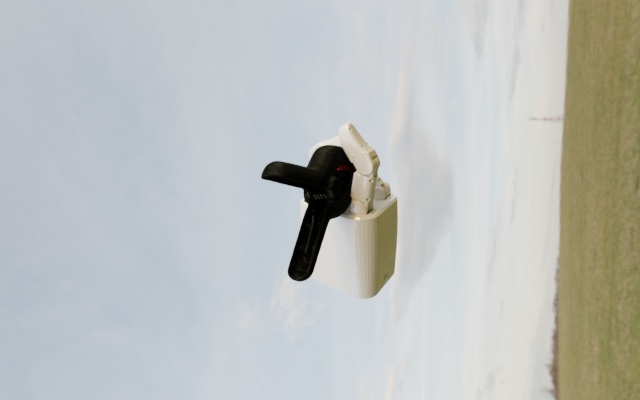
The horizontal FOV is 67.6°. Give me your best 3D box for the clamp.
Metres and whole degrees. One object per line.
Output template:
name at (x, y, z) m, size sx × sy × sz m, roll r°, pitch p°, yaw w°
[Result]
clamp at (0.000, 0.001, 0.494) m, size 0.039 × 0.120 × 0.171 m, roll 8°, pitch 22°, yaw 28°
